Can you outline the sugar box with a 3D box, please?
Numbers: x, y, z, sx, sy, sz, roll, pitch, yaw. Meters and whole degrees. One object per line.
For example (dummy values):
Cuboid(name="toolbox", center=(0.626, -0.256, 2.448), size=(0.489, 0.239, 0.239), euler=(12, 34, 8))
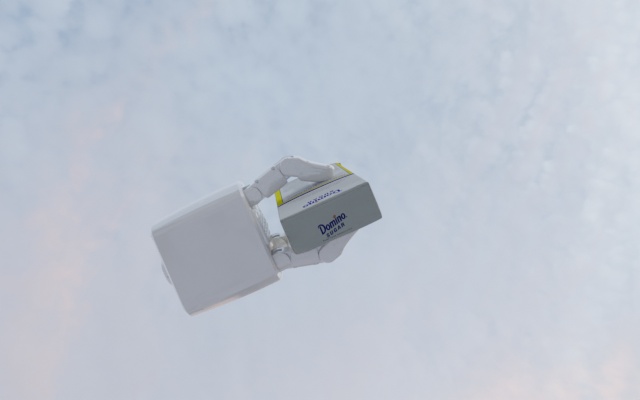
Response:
Cuboid(name="sugar box", center=(0.000, 0.002, 0.528), size=(0.093, 0.048, 0.176), euler=(-24, 15, -2))
